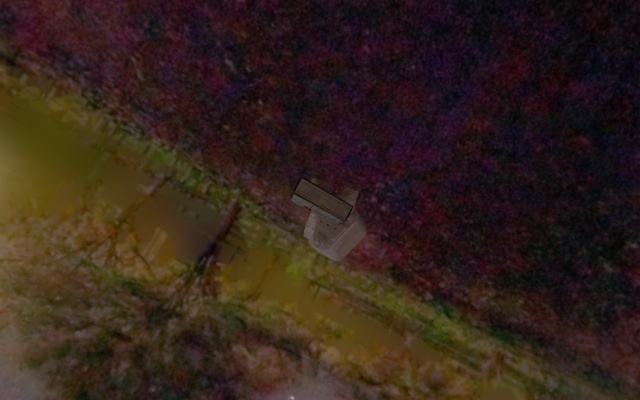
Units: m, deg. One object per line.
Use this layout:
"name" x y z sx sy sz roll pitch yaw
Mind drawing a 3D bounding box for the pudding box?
"pudding box" 0.000 0.003 0.900 0.113 0.039 0.090 28 -10 -3
